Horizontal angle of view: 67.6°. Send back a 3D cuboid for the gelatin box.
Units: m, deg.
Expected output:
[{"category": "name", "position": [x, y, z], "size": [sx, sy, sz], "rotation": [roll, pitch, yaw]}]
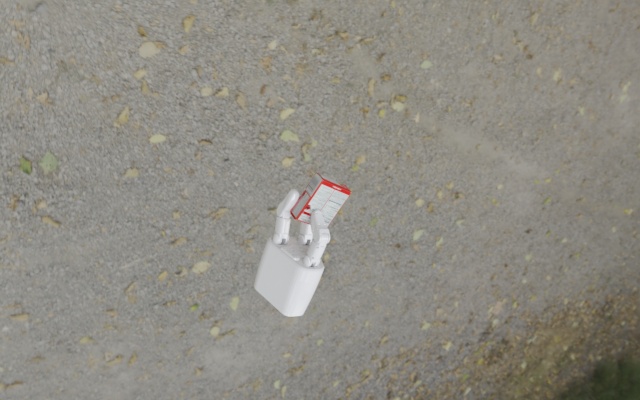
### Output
[{"category": "gelatin box", "position": [0.001, 0.003, 0.840], "size": [0.073, 0.089, 0.030], "rotation": [21, 20, -40]}]
